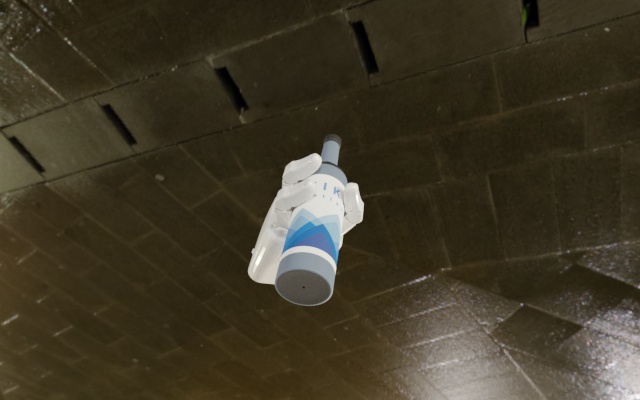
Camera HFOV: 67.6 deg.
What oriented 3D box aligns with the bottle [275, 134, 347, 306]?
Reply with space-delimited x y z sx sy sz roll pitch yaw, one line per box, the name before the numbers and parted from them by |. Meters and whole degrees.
bottle | 0.000 0.002 0.645 0.069 0.069 0.295 0 41 10
